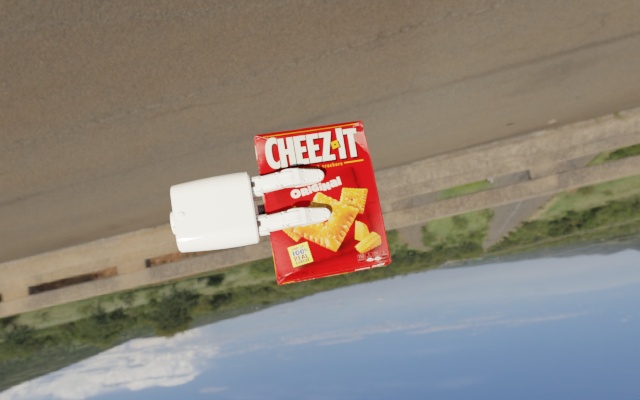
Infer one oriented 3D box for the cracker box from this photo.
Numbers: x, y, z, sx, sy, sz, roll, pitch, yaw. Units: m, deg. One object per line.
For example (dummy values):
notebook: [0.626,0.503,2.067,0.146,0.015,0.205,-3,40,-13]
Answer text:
cracker box: [0.000,0.002,0.694,0.164,0.213,0.072,-9,-10,-7]
